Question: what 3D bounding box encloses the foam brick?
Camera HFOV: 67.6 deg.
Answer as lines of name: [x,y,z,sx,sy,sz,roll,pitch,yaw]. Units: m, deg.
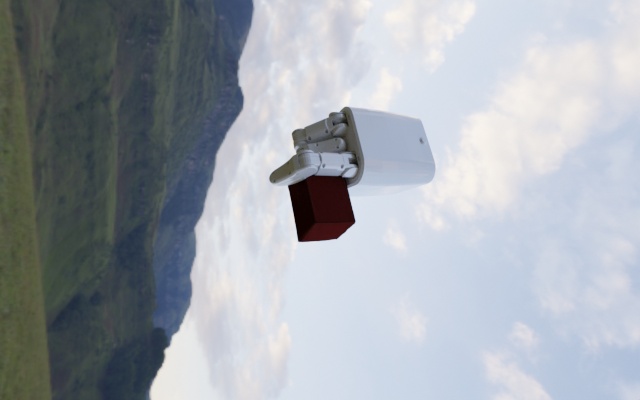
foam brick: [0.000,0.002,0.543,0.051,0.078,0.053,1,-27,-26]
